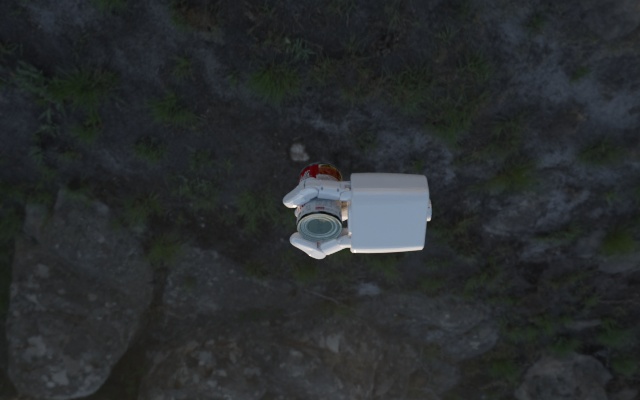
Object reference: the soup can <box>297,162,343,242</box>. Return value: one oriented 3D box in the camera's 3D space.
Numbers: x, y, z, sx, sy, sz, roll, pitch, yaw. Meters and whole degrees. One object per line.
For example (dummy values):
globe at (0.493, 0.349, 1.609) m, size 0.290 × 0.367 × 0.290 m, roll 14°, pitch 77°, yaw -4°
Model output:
soup can at (0.000, 0.002, 0.709) m, size 0.068 × 0.102 × 0.069 m, roll 1°, pitch -42°, yaw 1°
